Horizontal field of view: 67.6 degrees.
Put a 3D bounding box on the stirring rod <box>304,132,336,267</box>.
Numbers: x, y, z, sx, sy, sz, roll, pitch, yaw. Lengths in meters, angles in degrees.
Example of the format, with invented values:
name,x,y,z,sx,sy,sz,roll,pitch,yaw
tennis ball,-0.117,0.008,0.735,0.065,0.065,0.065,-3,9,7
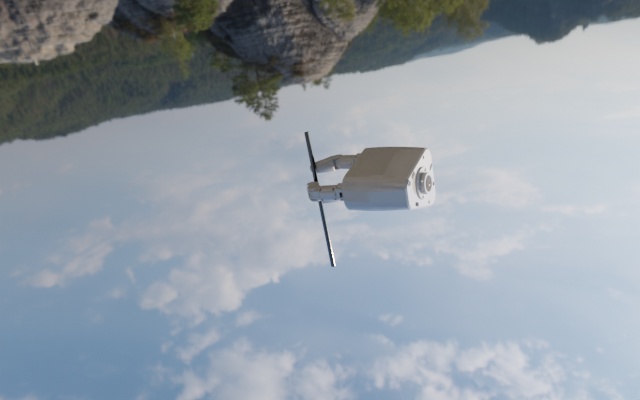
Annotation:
name,x,y,z,sx,sy,sz,roll,pitch,yaw
stirring rod,0.000,0.003,0.803,0.011,0.240,0.011,-10,18,3
